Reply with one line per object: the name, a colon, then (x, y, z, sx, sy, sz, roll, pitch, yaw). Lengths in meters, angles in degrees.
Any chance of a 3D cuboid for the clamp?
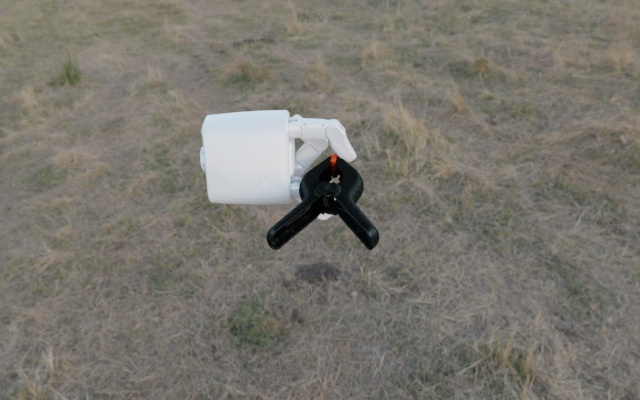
clamp: (0.000, 0.001, 0.562, 0.120, 0.039, 0.171, -1, 33, -1)
